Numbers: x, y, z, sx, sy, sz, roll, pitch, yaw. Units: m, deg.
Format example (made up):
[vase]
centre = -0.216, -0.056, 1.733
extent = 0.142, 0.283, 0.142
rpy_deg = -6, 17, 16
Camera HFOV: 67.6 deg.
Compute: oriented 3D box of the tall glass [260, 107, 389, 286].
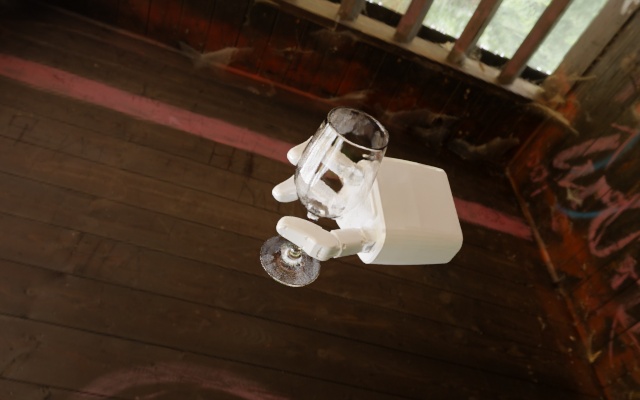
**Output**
[tall glass]
centre = 0.000, 0.002, 0.498
extent = 0.079, 0.079, 0.201
rpy_deg = 0, -43, -29
